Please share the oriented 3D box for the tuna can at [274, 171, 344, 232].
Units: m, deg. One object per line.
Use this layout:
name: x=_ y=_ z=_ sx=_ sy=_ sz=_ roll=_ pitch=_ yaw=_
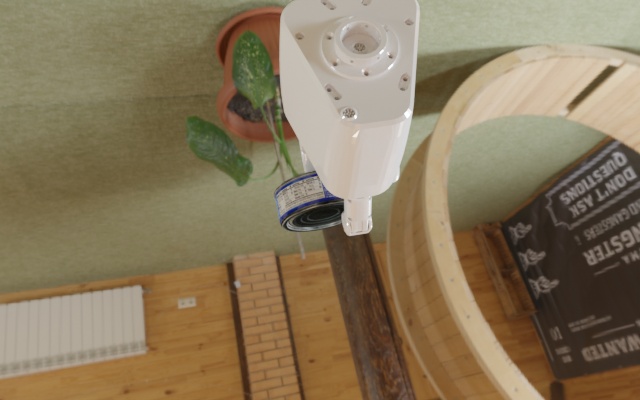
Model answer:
tuna can: x=0.000 y=0.002 z=0.460 sx=0.086 sy=0.033 sz=0.086 roll=-12 pitch=-18 yaw=-4
